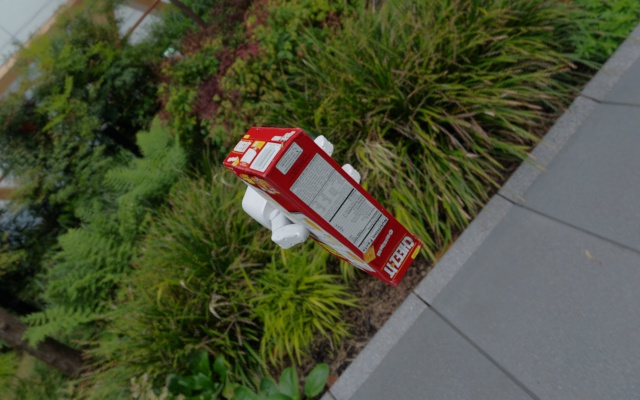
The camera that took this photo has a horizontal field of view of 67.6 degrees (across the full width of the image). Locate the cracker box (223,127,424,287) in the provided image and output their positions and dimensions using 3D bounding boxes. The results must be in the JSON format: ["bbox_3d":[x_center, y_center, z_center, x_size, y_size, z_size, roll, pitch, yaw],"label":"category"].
[{"bbox_3d":[0.000,0.002,0.583,0.214,0.072,0.164,41,-10,-25],"label":"cracker box"}]
